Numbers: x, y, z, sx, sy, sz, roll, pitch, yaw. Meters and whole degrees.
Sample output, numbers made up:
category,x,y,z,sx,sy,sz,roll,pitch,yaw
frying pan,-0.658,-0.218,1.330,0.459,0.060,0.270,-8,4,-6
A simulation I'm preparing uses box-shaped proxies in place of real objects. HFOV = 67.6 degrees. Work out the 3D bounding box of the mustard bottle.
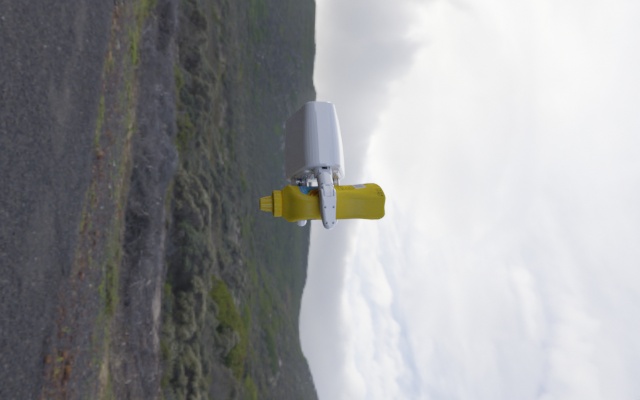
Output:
category,x,y,z,sx,sy,sz,roll,pitch,yaw
mustard bottle,0.000,0.003,0.755,0.191,0.058,0.096,-1,14,-10
